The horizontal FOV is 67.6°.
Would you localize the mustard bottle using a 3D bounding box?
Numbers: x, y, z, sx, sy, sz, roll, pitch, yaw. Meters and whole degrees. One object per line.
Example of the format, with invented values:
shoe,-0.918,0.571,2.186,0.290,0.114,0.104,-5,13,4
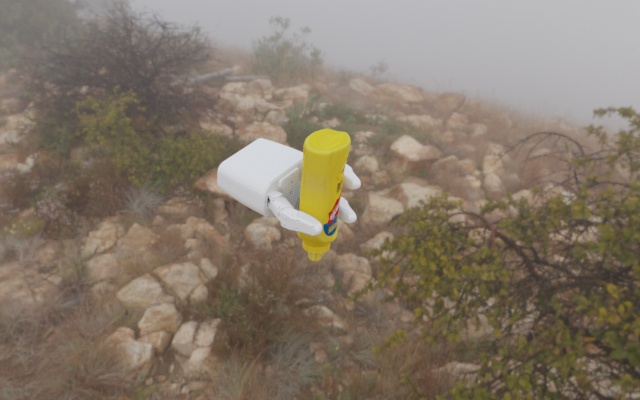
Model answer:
mustard bottle,0.000,0.002,0.676,0.058,0.192,0.096,13,28,11
